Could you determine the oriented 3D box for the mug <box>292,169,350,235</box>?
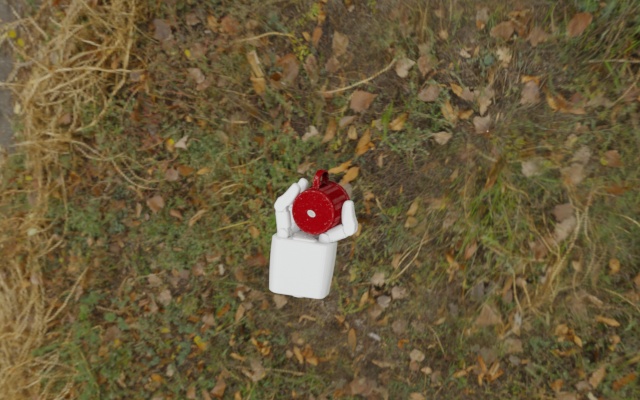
[{"bbox_3d":[0.000,0.001,0.856,0.093,0.117,0.081,8,12,18],"label":"mug"}]
